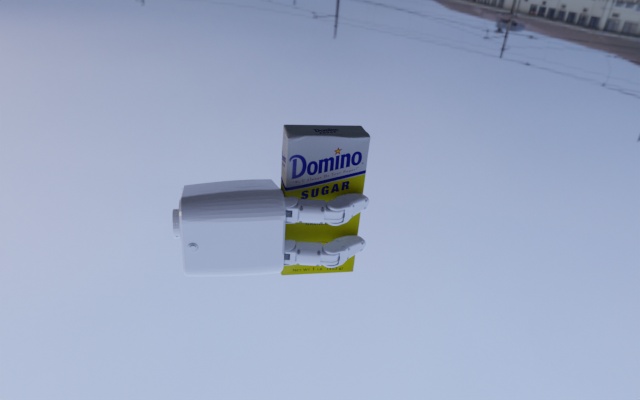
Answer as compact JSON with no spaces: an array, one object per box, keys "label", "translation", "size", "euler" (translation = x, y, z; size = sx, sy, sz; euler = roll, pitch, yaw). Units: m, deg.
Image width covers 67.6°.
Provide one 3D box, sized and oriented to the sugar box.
[{"label":"sugar box","translation":[0.000,0.002,0.555],"size":[0.093,0.176,0.048],"euler":[-2,29,-12]}]
